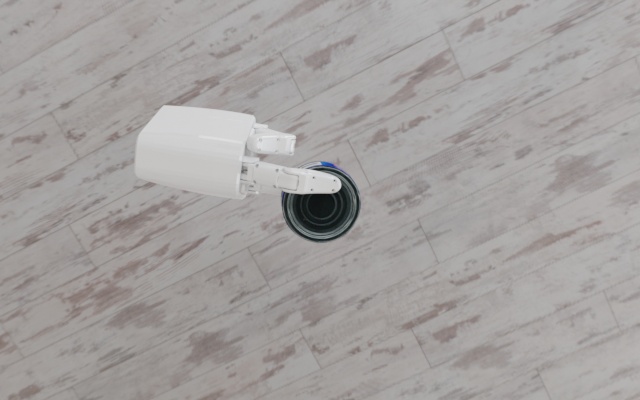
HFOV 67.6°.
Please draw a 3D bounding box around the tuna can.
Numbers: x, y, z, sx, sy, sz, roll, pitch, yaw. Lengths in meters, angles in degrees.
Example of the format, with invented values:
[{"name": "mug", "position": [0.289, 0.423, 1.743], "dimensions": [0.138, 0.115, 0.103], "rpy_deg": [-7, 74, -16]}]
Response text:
[{"name": "tuna can", "position": [0.000, 0.002, 0.516], "dimensions": [0.086, 0.086, 0.033], "rpy_deg": [0, 12, -5]}]
